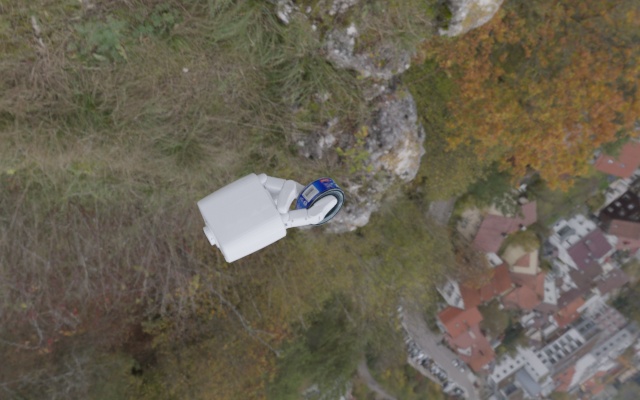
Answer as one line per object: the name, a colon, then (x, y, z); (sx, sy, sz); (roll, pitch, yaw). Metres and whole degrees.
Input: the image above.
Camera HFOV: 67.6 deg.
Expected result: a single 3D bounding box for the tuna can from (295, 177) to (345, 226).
tuna can: (0.001, 0.003, 0.838); (0.086, 0.086, 0.033); (0, 38, -45)
